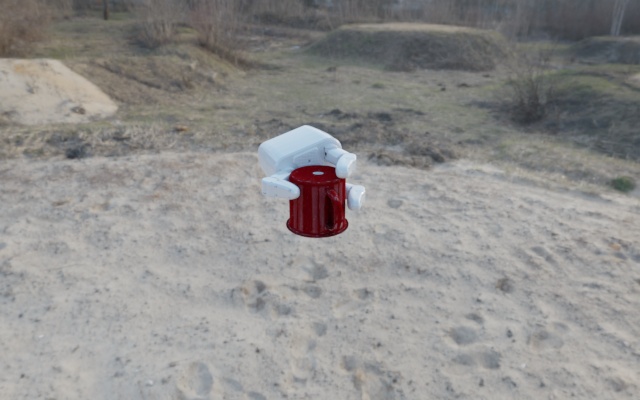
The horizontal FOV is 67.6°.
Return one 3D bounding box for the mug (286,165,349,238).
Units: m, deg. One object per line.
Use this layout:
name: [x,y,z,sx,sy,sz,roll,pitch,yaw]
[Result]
mug: [0.001,0.003,0.681,0.093,0.081,0.117,-9,24,-21]
